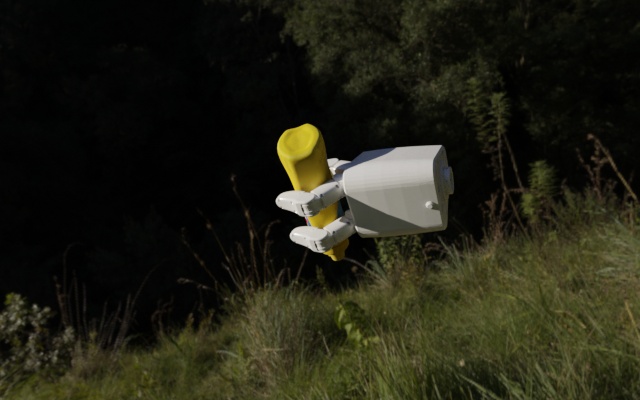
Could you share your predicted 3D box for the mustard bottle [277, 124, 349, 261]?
[{"bbox_3d":[0.000,0.002,0.630,0.058,0.192,0.096,-18,30,2],"label":"mustard bottle"}]
